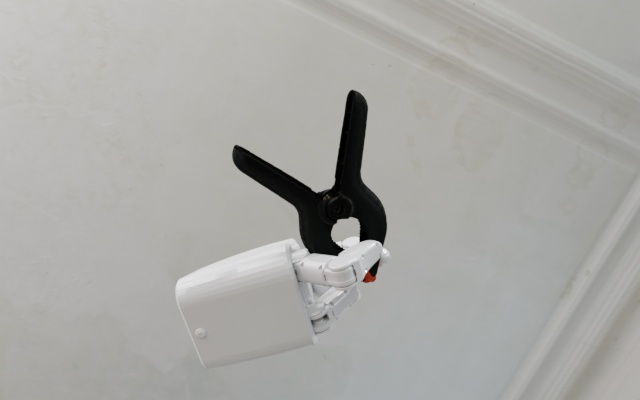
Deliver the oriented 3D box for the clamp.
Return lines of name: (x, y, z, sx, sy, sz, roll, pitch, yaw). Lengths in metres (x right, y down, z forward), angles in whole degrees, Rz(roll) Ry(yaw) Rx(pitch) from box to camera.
clamp: (0.000, 0.001, 0.420, 0.120, 0.171, 0.039, -16, 17, 2)
